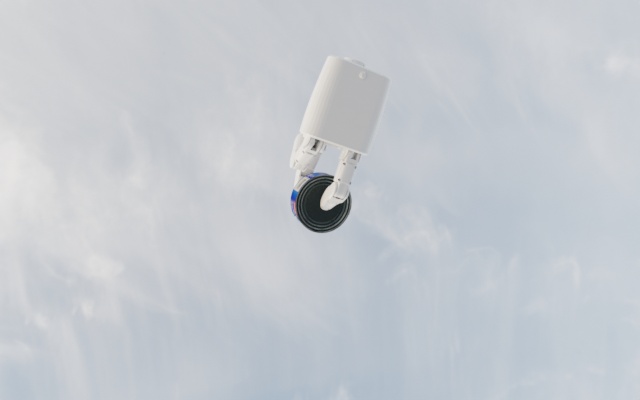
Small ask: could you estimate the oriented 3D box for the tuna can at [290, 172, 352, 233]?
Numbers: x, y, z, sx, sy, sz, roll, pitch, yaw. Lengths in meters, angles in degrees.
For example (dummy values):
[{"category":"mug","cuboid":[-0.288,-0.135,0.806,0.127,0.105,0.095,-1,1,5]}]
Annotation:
[{"category":"tuna can","cuboid":[0.000,0.002,0.697,0.086,0.086,0.033,0,11,-20]}]
